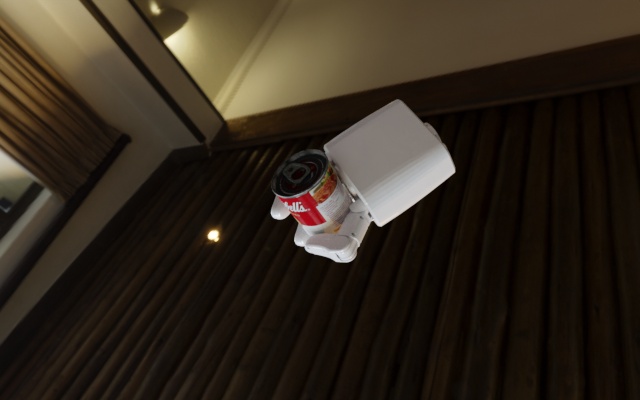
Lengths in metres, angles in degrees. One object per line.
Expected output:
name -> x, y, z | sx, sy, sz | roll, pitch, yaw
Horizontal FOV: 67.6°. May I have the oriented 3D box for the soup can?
soup can -> 0.000, 0.002, 0.535 | 0.068, 0.068, 0.102 | 0, -39, 35
